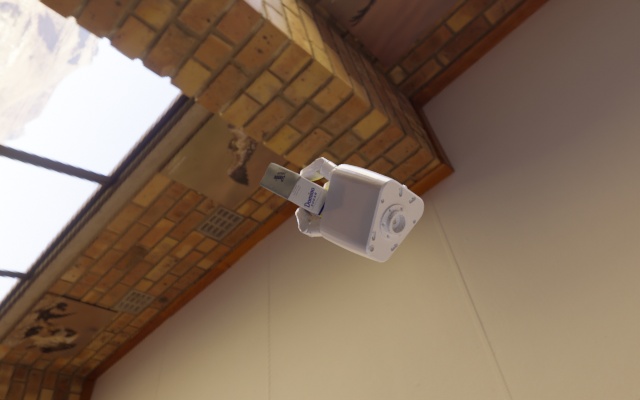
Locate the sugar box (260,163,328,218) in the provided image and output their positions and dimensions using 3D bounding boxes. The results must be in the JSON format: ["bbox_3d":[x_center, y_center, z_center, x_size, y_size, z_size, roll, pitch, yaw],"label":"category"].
[{"bbox_3d":[0.001,0.002,0.749,0.176,0.048,0.093,31,-3,-37],"label":"sugar box"}]
